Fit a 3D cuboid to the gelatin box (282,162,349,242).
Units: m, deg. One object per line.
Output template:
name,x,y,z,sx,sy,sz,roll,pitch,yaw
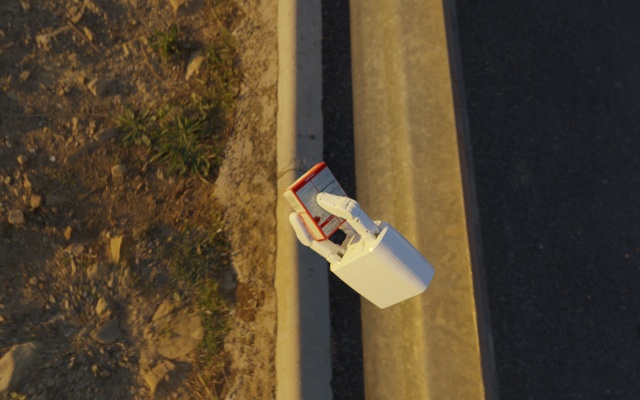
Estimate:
gelatin box,0.000,0.002,0.679,0.073,0.089,0.030,-42,13,-31
